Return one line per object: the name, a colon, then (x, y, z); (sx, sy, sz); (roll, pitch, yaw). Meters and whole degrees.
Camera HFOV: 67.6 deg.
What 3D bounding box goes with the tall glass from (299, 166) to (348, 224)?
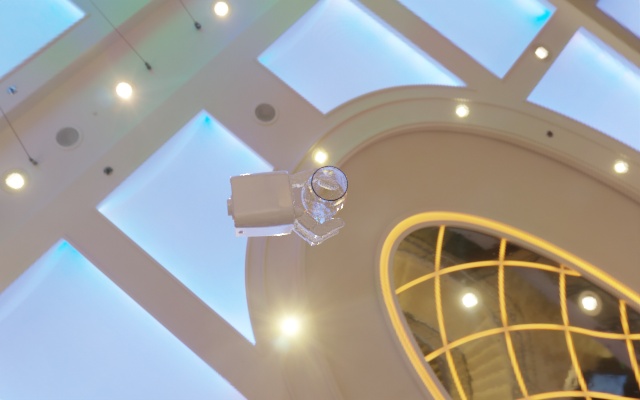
tall glass: (0.000, 0.003, 0.872); (0.079, 0.079, 0.201); (0, -18, -9)
